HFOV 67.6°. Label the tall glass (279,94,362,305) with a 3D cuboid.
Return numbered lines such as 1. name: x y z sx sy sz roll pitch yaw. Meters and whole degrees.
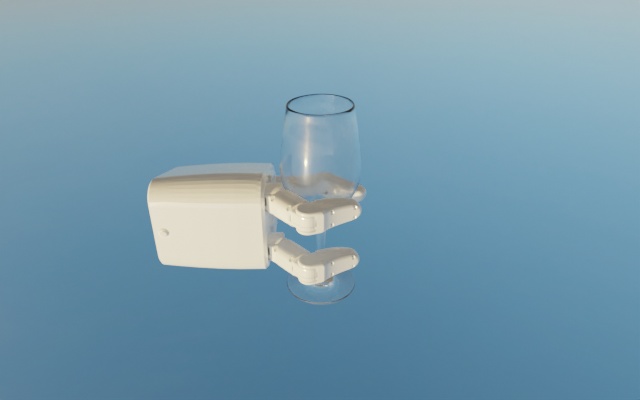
1. tall glass: 0.000 0.002 0.471 0.079 0.201 0.079 0 29 0
